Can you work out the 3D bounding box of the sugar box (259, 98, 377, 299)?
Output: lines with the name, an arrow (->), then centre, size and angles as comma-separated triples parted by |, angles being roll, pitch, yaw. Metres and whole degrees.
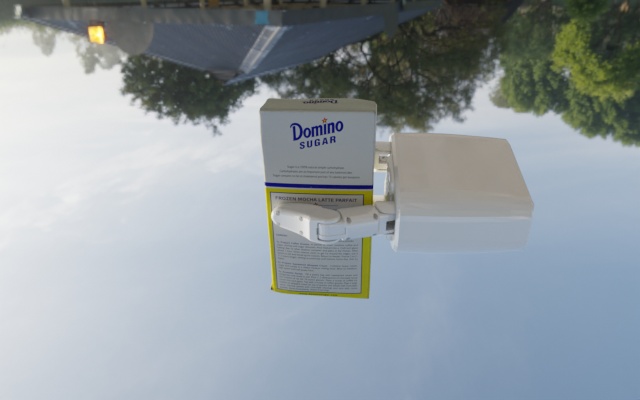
sugar box -> 0.000, 0.001, 0.417 | 0.093, 0.176, 0.048 | 2, 24, 5
